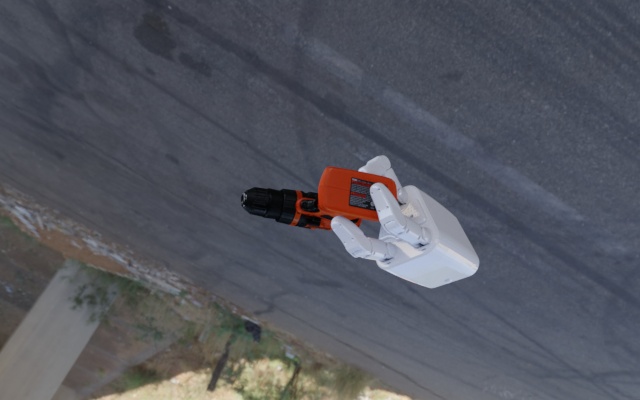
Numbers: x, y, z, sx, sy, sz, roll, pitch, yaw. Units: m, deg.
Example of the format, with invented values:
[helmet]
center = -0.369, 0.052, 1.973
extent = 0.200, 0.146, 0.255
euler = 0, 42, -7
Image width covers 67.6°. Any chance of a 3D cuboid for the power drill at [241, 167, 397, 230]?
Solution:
[power drill]
center = 0.001, 0.002, 0.640
extent = 0.184, 0.057, 0.187
euler = 9, -10, -21
